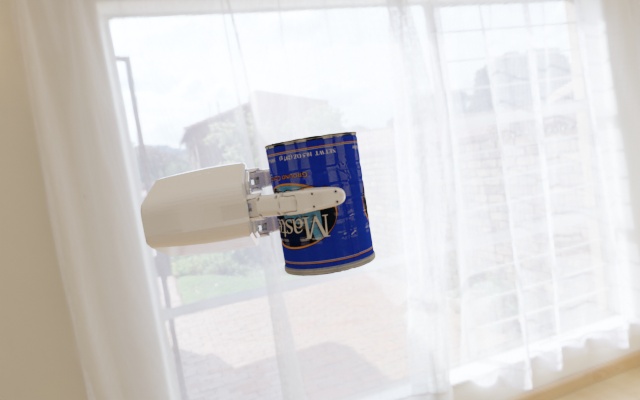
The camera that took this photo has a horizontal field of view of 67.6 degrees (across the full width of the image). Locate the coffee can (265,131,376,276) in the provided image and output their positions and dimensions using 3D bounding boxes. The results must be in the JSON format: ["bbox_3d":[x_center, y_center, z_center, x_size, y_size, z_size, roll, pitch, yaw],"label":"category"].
[{"bbox_3d":[0.000,0.002,0.528,0.103,0.140,0.103,-9,4,1],"label":"coffee can"}]
